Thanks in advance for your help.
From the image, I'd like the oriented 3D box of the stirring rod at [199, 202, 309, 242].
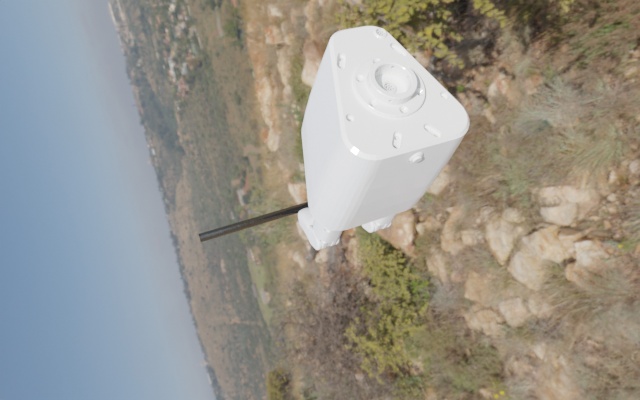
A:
[{"bbox_3d":[0.000,0.001,0.470,0.239,0.011,0.011,-17,5,-19],"label":"stirring rod"}]
